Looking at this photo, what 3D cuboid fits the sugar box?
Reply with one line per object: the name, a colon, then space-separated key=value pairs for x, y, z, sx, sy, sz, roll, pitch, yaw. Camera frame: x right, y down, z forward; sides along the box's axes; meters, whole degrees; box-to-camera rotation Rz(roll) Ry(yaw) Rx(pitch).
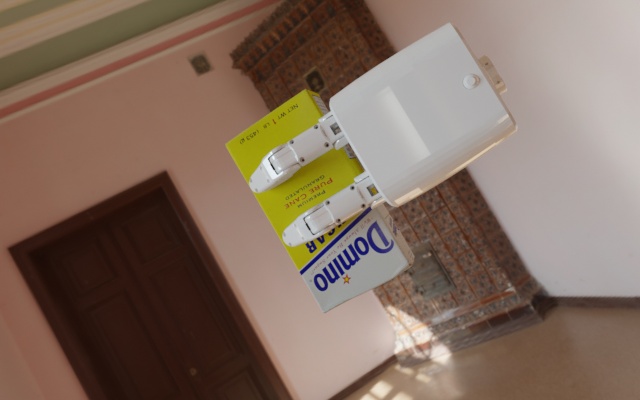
sugar box: x=0.000 y=0.001 z=0.427 sx=0.093 sy=0.176 sz=0.048 roll=-32 pitch=-4 yaw=16
